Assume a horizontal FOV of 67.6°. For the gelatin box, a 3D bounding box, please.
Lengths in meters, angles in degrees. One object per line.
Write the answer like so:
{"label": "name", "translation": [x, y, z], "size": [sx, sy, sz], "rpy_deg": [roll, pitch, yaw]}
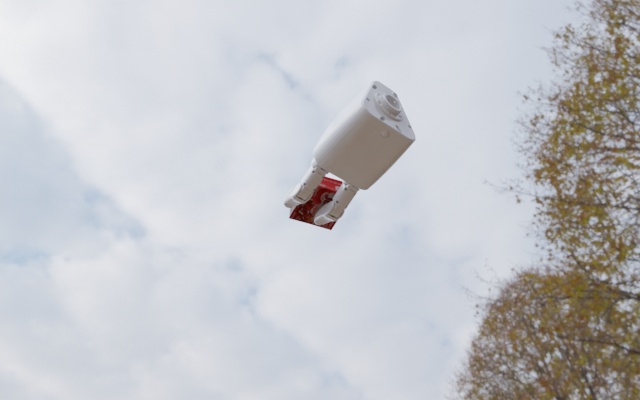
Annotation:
{"label": "gelatin box", "translation": [0.000, 0.002, 0.733], "size": [0.073, 0.030, 0.089], "rpy_deg": [16, -44, -15]}
